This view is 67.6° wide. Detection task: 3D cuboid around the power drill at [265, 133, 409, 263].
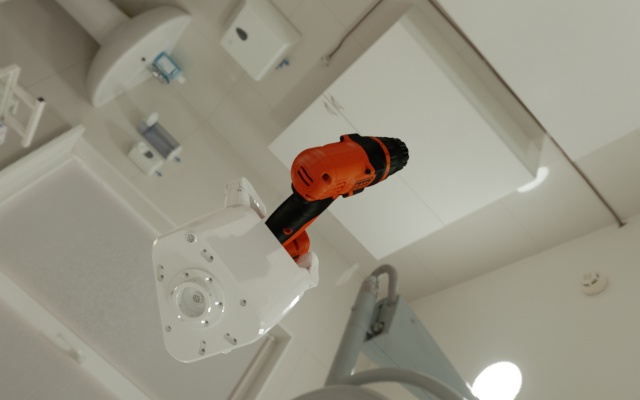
[{"bbox_3d":[0.000,0.002,0.521,0.184,0.057,0.188,-15,-27,-52],"label":"power drill"}]
